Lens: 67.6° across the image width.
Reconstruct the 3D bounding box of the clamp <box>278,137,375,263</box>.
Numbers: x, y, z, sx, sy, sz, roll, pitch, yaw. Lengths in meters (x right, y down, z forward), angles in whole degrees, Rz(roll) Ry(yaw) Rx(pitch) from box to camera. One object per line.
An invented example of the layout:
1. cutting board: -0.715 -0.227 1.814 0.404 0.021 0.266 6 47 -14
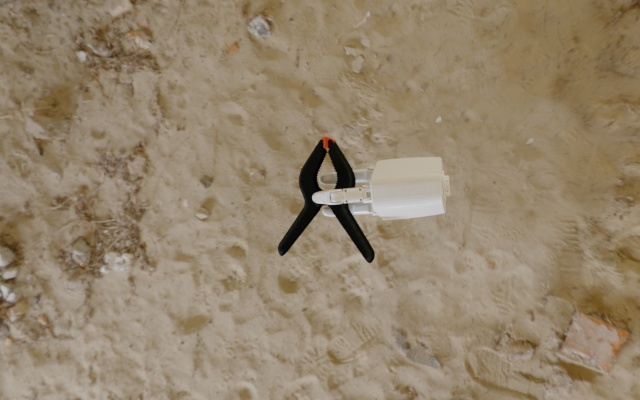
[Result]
1. clamp: 0.000 0.002 0.787 0.164 0.210 0.036 -5 3 15
